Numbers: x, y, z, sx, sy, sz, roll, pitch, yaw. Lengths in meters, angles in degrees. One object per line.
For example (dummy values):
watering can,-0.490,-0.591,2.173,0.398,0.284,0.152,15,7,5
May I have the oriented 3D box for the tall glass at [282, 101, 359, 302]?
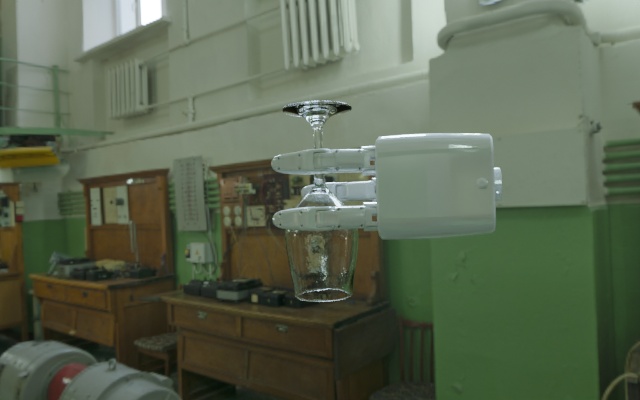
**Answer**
tall glass,0.000,0.001,0.507,0.079,0.201,0.079,-2,0,0
